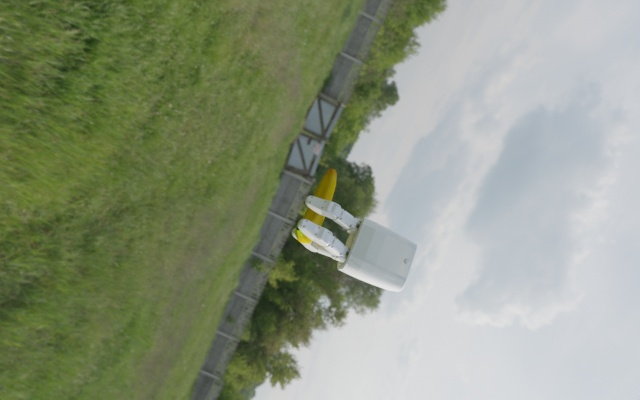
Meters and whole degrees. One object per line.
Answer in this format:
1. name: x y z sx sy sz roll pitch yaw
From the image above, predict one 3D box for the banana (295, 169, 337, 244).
1. banana: -0.007 0.018 0.857 0.037 0.070 0.197 24 38 1
